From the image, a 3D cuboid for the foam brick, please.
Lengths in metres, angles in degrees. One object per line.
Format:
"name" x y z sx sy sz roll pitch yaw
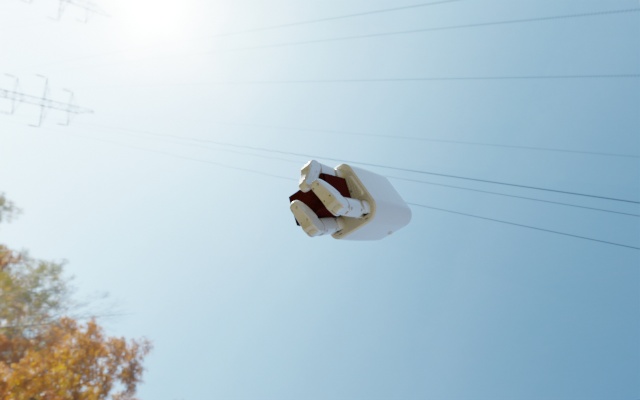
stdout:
"foam brick" 0.000 0.002 0.723 0.051 0.053 0.078 11 -35 -45
